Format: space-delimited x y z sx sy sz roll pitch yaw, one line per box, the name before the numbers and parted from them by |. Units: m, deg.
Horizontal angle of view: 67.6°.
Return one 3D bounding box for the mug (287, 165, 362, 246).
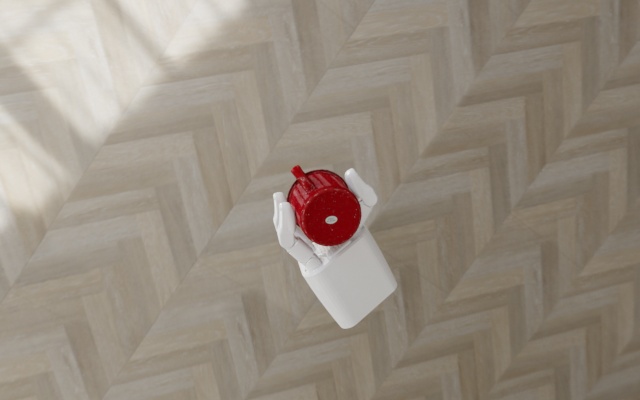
mug | -0.001 0.001 0.635 0.093 0.117 0.081 -34 19 -2
